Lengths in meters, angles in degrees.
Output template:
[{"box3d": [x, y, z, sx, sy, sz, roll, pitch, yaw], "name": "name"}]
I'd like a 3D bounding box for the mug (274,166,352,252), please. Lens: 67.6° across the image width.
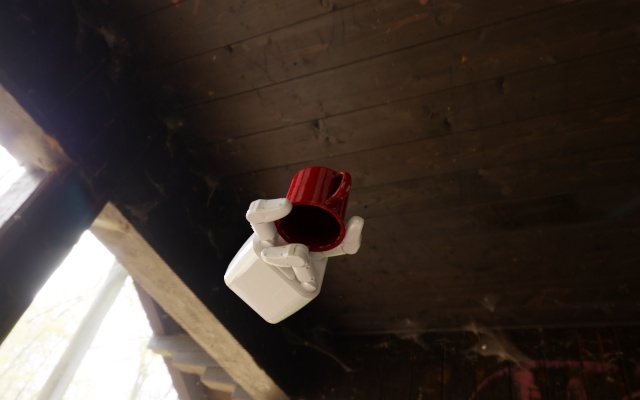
[{"box3d": [0.001, 0.001, 0.631, 0.093, 0.081, 0.117, 32, -48, -16], "name": "mug"}]
